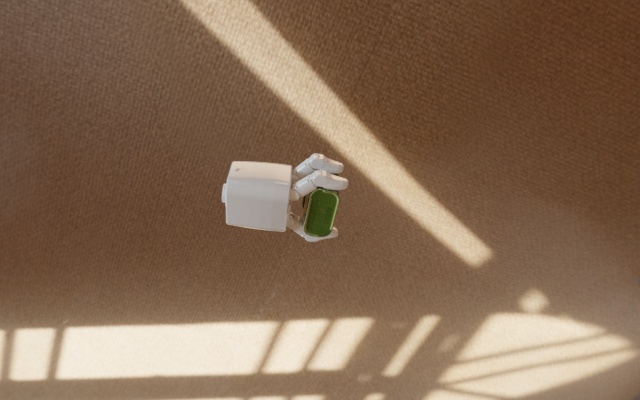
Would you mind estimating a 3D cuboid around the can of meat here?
[{"bbox_3d":[0.000,0.003,0.845,0.057,0.102,0.084,9,30,-6],"label":"can of meat"}]
